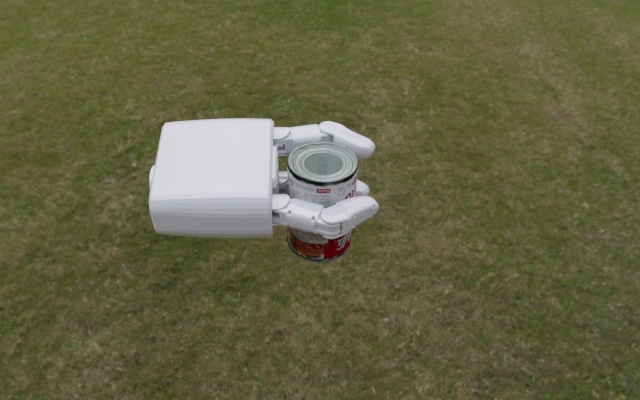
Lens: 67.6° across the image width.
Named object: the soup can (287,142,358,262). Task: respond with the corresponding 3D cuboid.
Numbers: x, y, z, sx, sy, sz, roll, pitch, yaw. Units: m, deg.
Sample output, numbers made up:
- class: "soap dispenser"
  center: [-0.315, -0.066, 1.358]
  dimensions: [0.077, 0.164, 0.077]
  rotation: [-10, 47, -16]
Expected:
- class: "soup can"
  center: [0.001, 0.001, 0.471]
  dimensions: [0.068, 0.102, 0.068]
  rotation: [2, 40, -1]
